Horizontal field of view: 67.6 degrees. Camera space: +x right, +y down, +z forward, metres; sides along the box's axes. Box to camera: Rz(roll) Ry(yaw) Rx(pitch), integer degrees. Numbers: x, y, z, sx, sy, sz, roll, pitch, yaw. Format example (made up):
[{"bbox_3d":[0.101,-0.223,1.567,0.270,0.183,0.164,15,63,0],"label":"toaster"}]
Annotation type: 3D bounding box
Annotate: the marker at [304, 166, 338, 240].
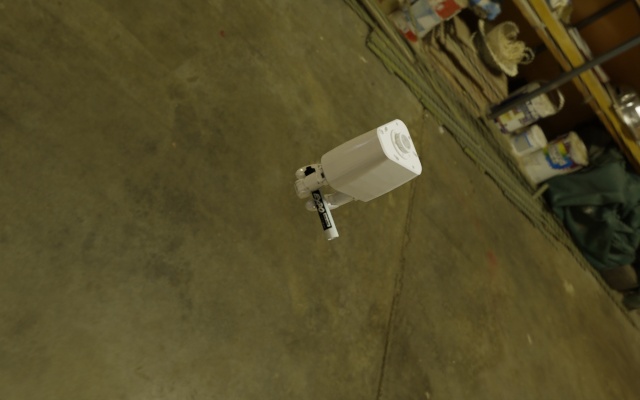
[{"bbox_3d":[0.000,0.002,0.751,0.020,0.121,0.020,-18,-11,-4],"label":"marker"}]
